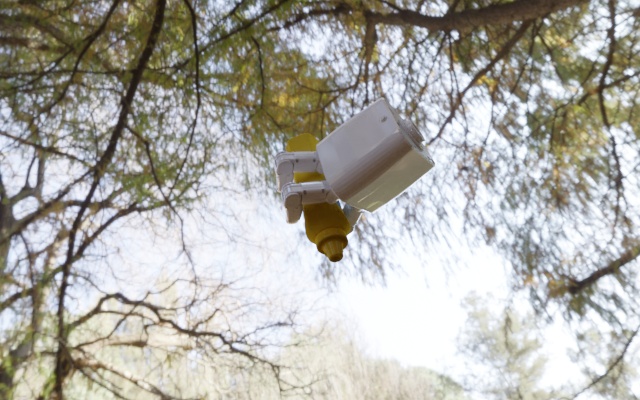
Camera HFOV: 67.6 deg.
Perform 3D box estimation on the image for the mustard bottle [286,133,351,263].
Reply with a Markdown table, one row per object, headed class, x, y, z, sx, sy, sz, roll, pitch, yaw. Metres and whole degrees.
| class | x | y | z | sx | sy | sz | roll | pitch | yaw |
| --- | --- | --- | --- | --- | --- | --- | --- | --- | --- |
| mustard bottle | 0.000 | 0.002 | 0.641 | 0.058 | 0.191 | 0.096 | -19 | -42 | 2 |
